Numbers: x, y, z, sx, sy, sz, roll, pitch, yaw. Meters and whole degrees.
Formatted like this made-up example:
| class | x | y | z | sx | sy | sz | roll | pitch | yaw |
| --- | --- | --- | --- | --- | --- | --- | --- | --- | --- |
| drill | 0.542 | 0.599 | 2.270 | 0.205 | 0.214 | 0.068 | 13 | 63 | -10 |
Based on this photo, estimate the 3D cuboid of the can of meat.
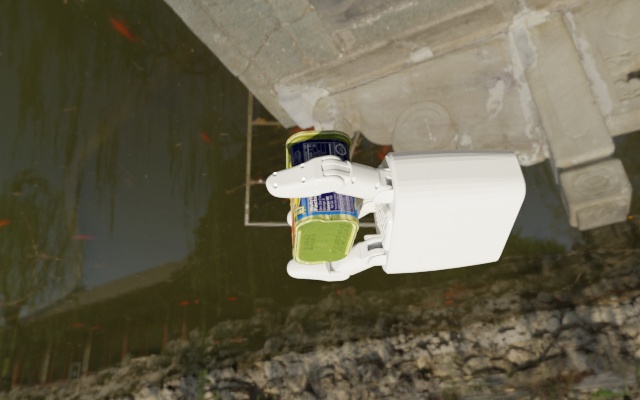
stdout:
| class | x | y | z | sx | sy | sz | roll | pitch | yaw |
| --- | --- | --- | --- | --- | --- | --- | --- | --- | --- |
| can of meat | 0.000 | 0.002 | 0.426 | 0.057 | 0.084 | 0.102 | -3 | -28 | -6 |
